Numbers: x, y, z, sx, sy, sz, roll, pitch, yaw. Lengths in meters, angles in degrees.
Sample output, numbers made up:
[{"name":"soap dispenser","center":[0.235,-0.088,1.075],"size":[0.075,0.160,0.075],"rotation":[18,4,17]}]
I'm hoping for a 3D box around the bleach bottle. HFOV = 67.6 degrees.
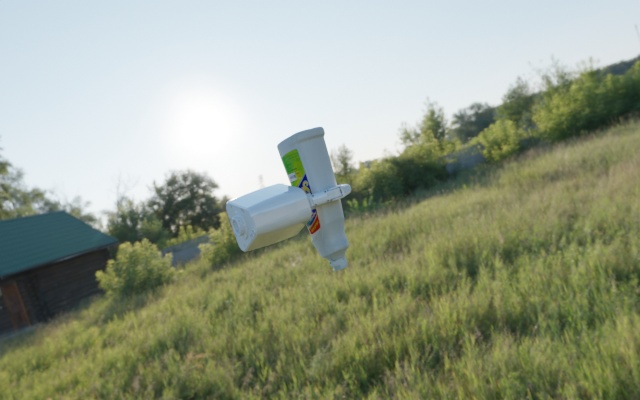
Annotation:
[{"name":"bleach bottle","center":[0.000,0.003,0.855],"size":[0.068,0.251,0.102],"rotation":[-19,1,-31]}]
